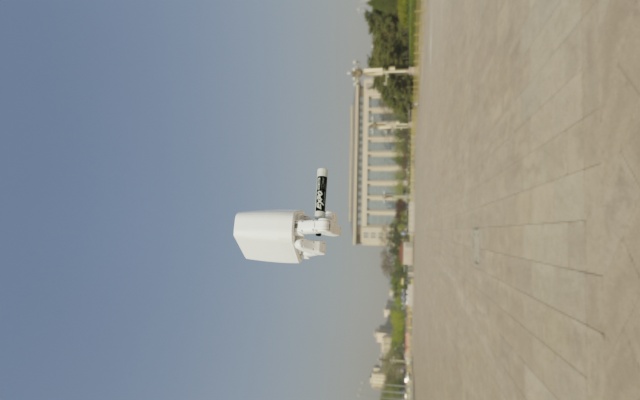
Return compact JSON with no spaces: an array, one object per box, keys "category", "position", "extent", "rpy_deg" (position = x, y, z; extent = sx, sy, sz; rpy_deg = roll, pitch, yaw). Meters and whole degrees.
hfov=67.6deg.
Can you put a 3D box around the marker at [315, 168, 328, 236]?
[{"category":"marker","position":[0.000,0.003,0.830],"extent":[0.020,0.121,0.020],"rpy_deg":[4,-17,1]}]
